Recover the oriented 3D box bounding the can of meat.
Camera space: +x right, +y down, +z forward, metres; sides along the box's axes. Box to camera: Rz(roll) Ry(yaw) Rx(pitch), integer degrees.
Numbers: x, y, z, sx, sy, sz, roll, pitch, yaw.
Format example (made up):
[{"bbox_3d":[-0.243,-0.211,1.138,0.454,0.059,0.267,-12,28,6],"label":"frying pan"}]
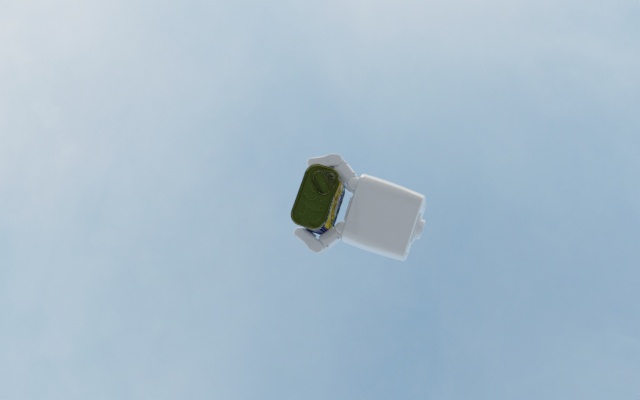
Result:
[{"bbox_3d":[0.000,0.003,0.774,0.057,0.102,0.084,16,-9,16],"label":"can of meat"}]
